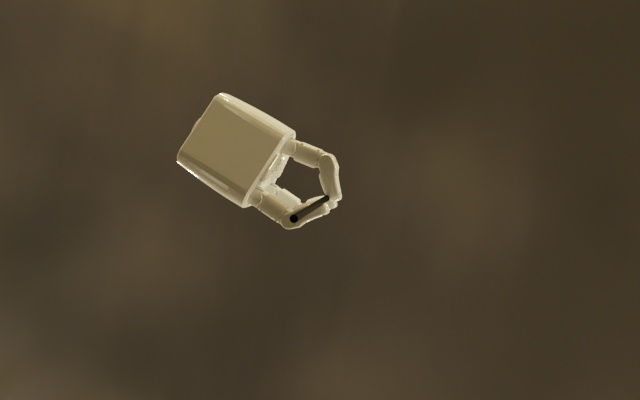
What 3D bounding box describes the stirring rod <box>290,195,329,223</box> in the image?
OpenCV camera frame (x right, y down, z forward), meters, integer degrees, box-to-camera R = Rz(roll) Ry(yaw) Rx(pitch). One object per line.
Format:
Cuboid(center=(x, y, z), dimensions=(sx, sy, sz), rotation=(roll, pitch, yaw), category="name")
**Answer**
Cuboid(center=(0.000, 0.002, 0.557), dimensions=(0.011, 0.011, 0.239), rotation=(0, 7, 12), category="stirring rod")
